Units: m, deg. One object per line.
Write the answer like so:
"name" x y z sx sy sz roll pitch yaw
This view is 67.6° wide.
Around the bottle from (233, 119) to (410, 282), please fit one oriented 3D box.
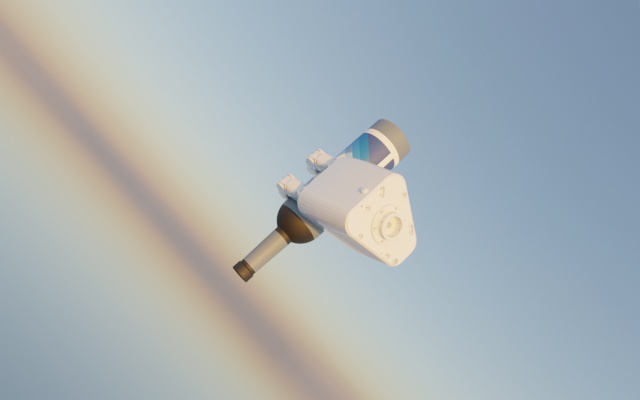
"bottle" 0.000 0.002 0.658 0.295 0.069 0.069 -42 13 -15
